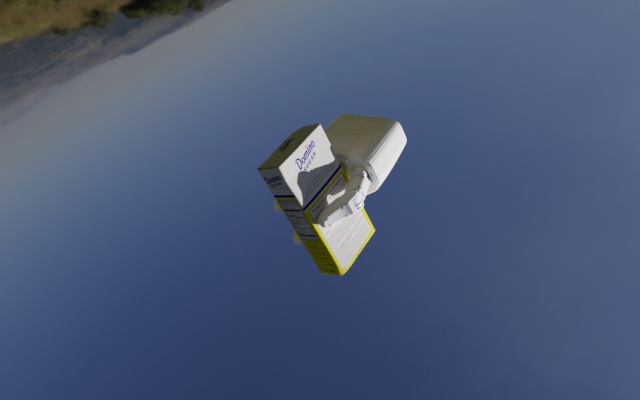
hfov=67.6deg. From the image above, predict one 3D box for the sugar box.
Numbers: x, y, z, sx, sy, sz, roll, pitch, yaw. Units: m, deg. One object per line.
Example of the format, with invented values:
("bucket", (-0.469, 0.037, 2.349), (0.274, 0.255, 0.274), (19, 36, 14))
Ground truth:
("sugar box", (0.000, 0.002, 0.608), (0.048, 0.176, 0.093), (-3, 36, 44))
